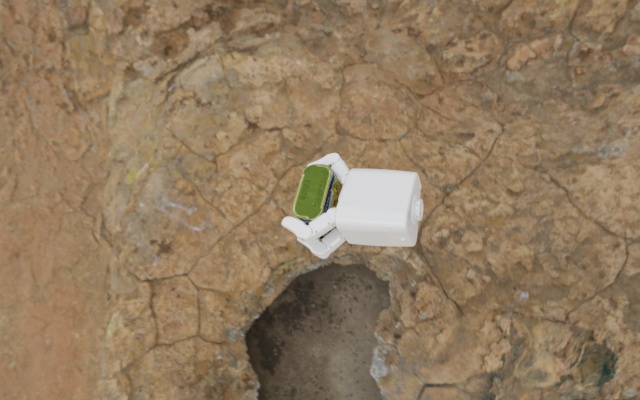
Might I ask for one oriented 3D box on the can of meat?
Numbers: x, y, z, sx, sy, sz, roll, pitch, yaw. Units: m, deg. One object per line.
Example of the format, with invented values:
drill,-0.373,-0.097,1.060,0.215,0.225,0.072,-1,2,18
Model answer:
can of meat,0.000,0.002,0.771,0.057,0.102,0.084,5,-24,23
